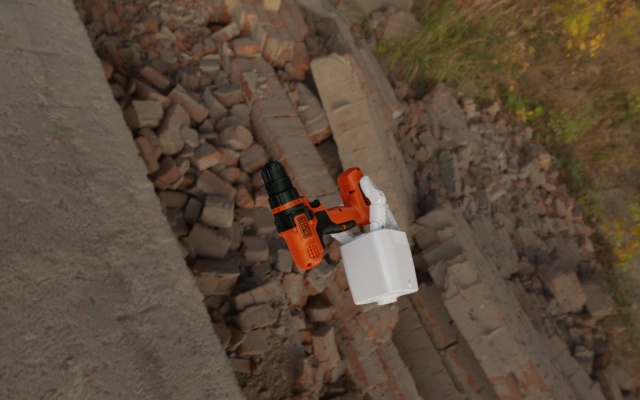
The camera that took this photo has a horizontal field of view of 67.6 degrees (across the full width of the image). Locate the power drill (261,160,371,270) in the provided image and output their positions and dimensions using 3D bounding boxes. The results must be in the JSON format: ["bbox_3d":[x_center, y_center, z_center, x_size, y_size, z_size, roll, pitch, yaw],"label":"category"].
[{"bbox_3d":[0.001,0.003,0.810,0.187,0.184,0.057,-22,2,-36],"label":"power drill"}]
